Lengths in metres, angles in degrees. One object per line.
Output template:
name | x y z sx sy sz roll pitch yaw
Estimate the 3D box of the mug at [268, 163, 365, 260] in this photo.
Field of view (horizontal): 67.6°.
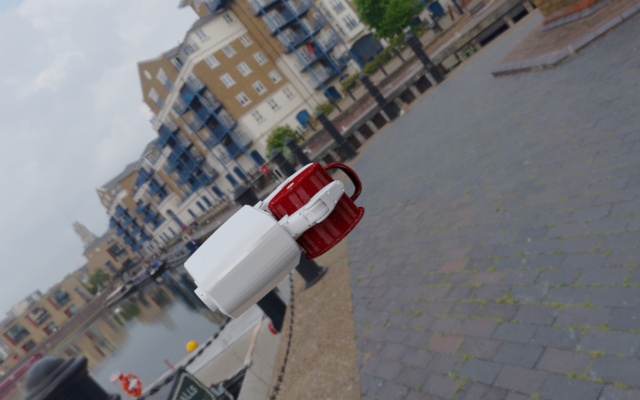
mug | 0.001 0.001 0.573 0.117 0.081 0.093 -44 9 -16
